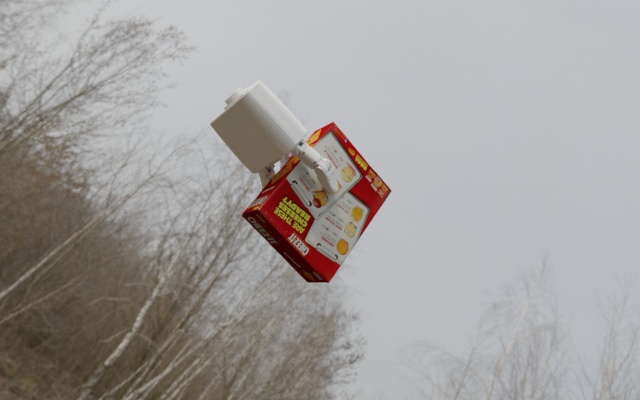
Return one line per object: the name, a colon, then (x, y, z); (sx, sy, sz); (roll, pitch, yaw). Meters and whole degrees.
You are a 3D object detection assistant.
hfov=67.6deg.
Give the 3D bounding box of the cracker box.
cracker box: (0.000, 0.002, 0.785); (0.072, 0.164, 0.213); (-16, 30, 55)
